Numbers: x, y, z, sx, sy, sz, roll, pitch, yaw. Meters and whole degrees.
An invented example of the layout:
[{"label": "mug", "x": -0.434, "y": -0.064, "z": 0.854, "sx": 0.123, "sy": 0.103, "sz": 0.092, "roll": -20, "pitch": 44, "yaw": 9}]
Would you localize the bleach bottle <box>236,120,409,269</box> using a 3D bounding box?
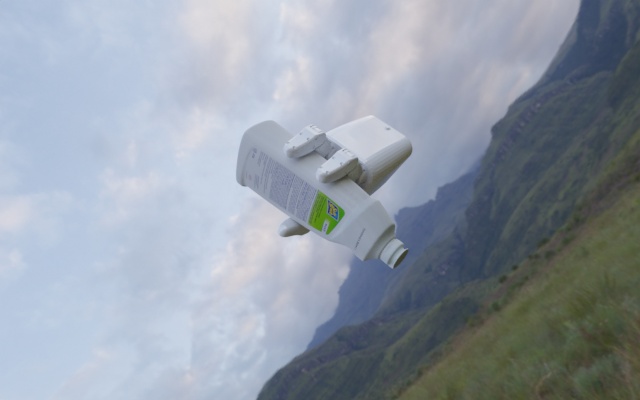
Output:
[{"label": "bleach bottle", "x": 0.000, "y": 0.002, "z": 0.603, "sx": 0.250, "sy": 0.103, "sz": 0.068, "roll": 38, "pitch": 47, "yaw": 23}]
